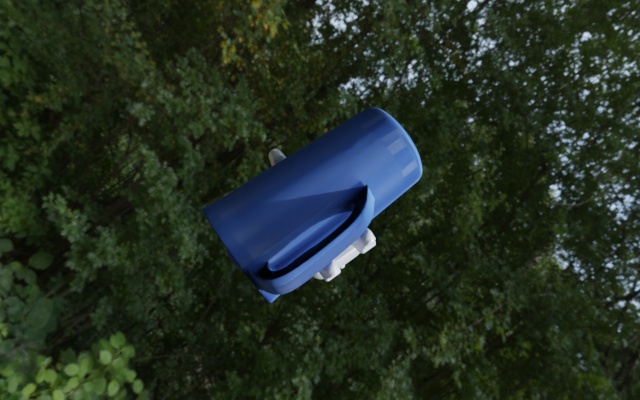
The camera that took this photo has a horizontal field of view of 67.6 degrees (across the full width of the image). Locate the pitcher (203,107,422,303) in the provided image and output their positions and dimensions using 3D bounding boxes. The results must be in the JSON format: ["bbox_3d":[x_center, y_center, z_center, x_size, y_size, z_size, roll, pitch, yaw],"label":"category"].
[{"bbox_3d":[0.000,0.002,0.555,0.243,0.149,0.145,-36,-16,-7],"label":"pitcher"}]
